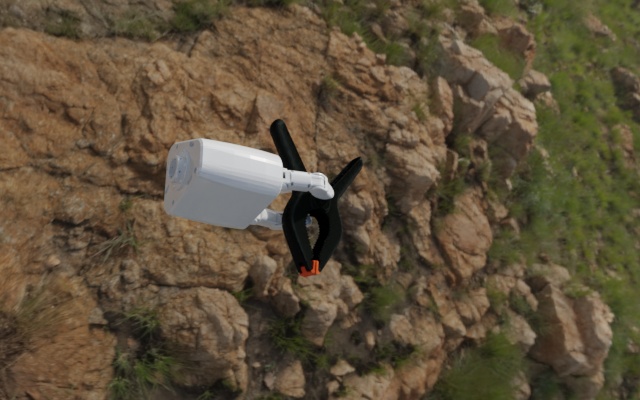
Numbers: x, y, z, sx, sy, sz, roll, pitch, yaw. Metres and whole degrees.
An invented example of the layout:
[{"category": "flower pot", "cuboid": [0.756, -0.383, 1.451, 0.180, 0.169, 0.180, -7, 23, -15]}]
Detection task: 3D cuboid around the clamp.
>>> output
[{"category": "clamp", "cuboid": [0.000, 0.002, 0.665, 0.164, 0.210, 0.036, 12, -22, -36]}]
